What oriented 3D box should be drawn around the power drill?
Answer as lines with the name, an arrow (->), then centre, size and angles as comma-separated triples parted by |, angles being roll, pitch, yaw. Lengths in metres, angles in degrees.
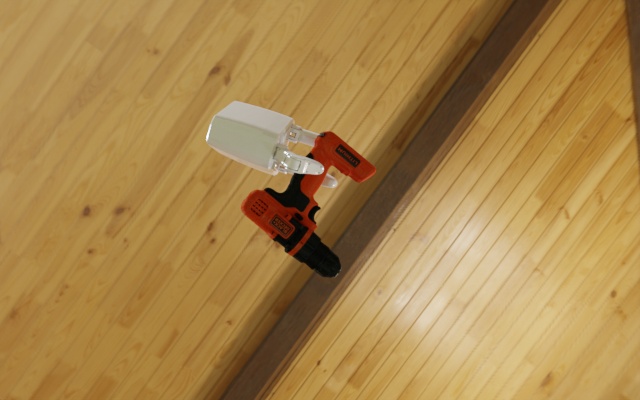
power drill -> 0.000, 0.002, 0.739 | 0.184, 0.187, 0.057 | 40, -8, -8
